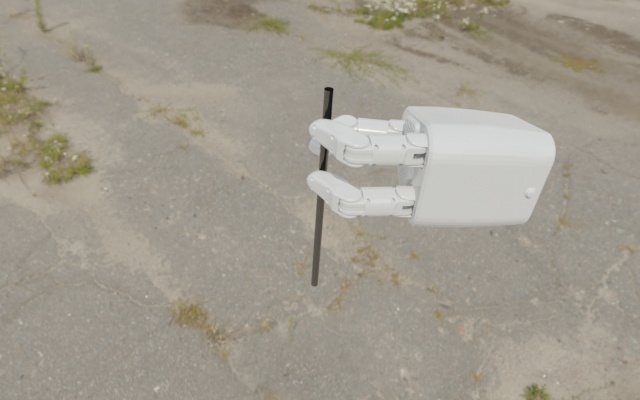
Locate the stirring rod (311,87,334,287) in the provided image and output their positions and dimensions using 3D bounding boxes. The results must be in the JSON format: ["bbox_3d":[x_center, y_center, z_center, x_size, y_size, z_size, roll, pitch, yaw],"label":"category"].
[{"bbox_3d":[0.000,0.002,0.470,0.011,0.240,0.011,3,39,-2],"label":"stirring rod"}]
